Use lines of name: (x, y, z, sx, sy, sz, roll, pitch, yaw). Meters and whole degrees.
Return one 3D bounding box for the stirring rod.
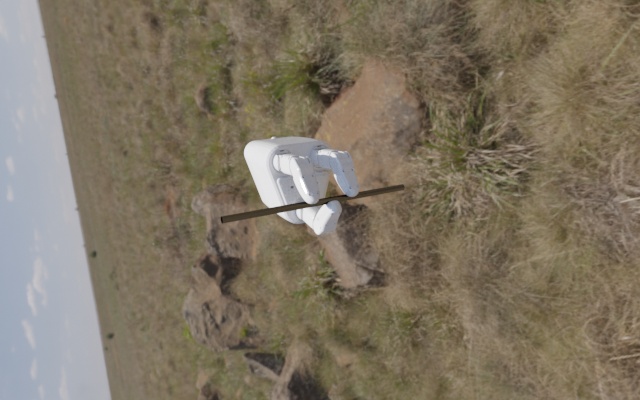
stirring rod: (0.000, 0.002, 0.567, 0.239, 0.011, 0.011, -10, 4, -26)
